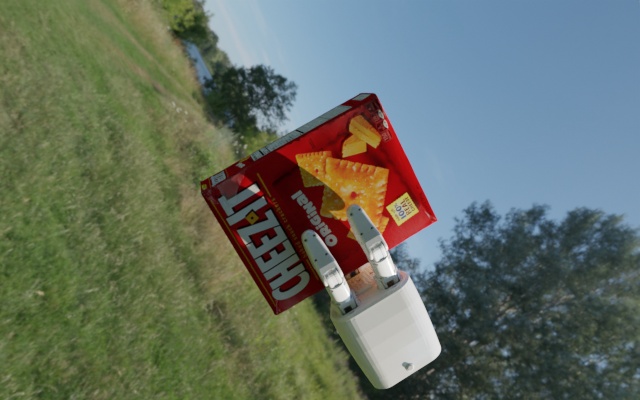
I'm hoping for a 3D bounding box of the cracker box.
[{"bbox_3d":[0.000,0.002,0.535,0.213,0.164,0.072,-30,16,-6],"label":"cracker box"}]
